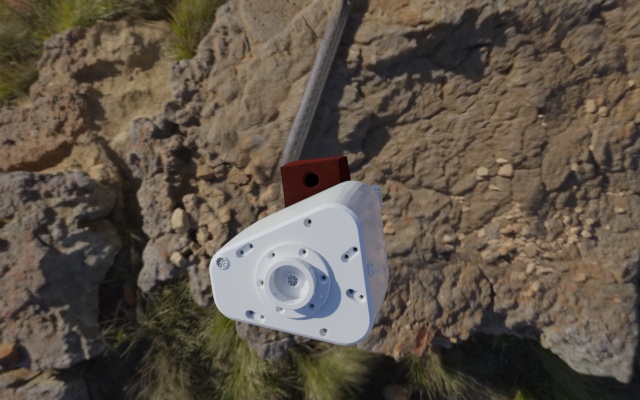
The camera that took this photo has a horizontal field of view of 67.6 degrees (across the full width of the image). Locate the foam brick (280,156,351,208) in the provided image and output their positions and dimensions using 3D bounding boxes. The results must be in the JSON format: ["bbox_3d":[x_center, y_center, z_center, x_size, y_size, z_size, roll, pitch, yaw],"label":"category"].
[{"bbox_3d":[0.000,0.001,0.426,0.053,0.078,0.051,-7,6,13],"label":"foam brick"}]
